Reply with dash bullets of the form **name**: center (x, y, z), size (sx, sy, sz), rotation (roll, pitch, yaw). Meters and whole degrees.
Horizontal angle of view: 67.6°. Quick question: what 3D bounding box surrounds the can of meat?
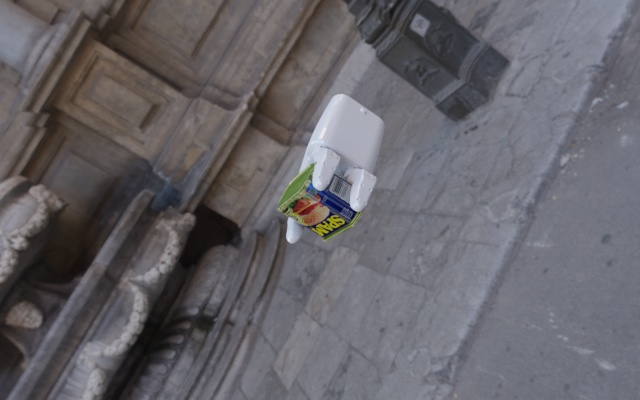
- **can of meat**: center (0.000, 0.002, 0.635), size (0.084, 0.057, 0.102), rotation (32, -31, -15)
